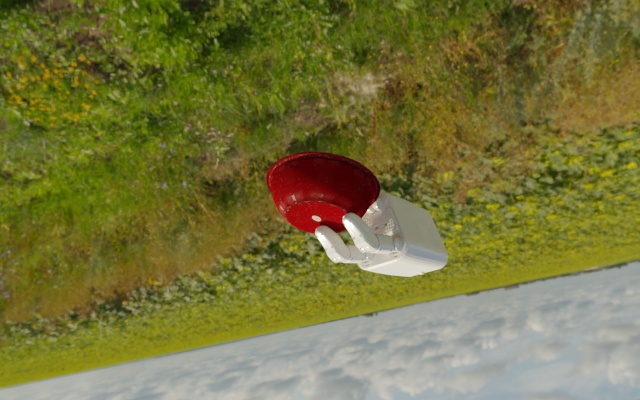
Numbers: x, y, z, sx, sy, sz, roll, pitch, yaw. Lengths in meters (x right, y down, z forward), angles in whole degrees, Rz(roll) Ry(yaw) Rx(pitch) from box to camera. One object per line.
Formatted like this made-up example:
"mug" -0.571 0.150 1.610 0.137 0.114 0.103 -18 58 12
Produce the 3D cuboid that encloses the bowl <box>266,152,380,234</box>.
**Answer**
"bowl" -0.001 0.002 0.658 0.162 0.055 0.162 6 -31 3
